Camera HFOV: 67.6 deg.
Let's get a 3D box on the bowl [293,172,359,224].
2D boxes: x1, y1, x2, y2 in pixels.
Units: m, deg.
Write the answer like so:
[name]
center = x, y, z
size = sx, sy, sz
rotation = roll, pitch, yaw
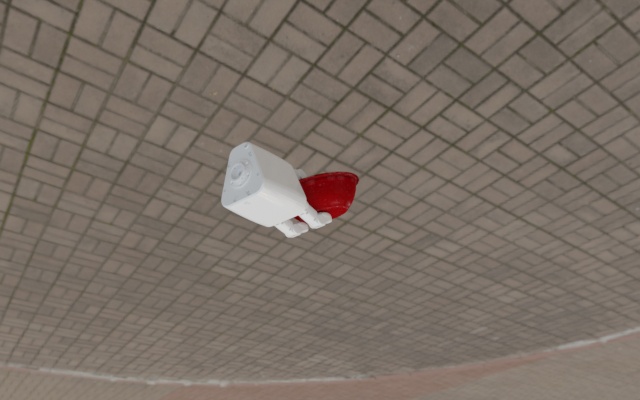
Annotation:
[bowl]
center = 0.001, 0.003, 0.894
size = 0.162, 0.055, 0.162
rotation = -13, -16, -4
